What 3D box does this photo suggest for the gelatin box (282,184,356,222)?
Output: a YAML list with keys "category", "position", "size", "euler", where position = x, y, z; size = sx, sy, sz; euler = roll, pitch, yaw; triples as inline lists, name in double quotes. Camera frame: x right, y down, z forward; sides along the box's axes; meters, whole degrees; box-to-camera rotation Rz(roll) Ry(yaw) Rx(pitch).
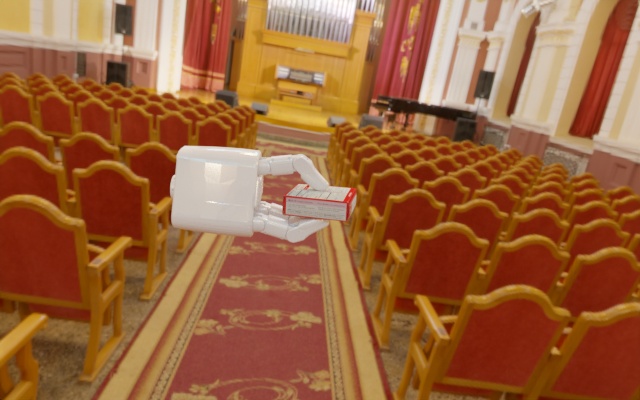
- category: "gelatin box"
  position: [0.000, 0.002, 0.647]
  size: [0.089, 0.030, 0.073]
  euler: [5, 16, 11]
